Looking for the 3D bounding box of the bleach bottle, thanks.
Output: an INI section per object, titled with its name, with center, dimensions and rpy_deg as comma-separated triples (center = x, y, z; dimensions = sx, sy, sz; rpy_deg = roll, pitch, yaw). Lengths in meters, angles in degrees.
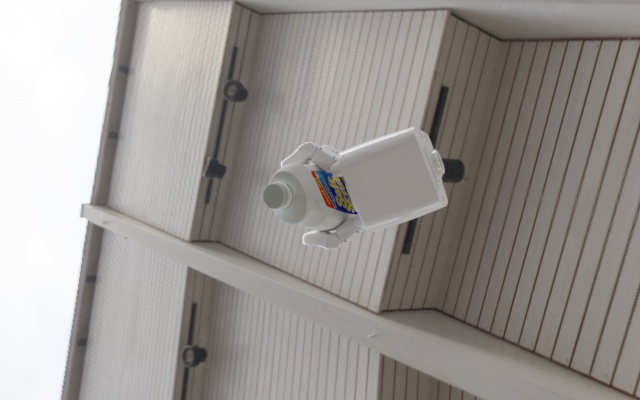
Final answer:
[bleach bottle]
center = 0.000, 0.002, 0.654
dimensions = 0.068, 0.102, 0.251
rpy_deg = -20, -7, 23
